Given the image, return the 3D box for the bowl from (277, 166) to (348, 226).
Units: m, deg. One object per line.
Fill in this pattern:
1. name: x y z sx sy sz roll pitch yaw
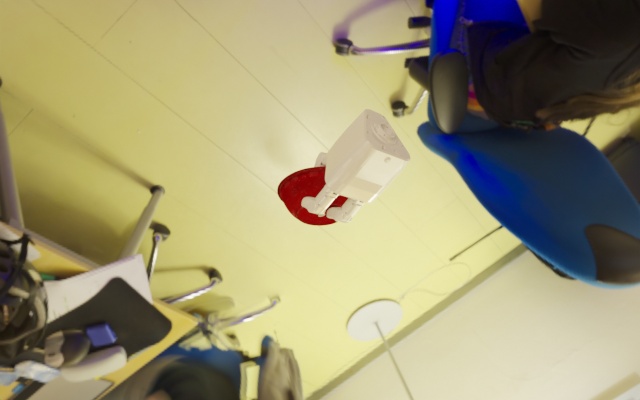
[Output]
1. bowl: 0.000 0.004 0.891 0.162 0.055 0.162 -3 -29 -1
